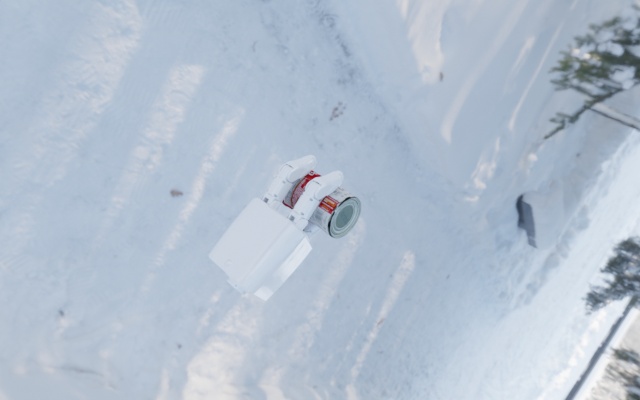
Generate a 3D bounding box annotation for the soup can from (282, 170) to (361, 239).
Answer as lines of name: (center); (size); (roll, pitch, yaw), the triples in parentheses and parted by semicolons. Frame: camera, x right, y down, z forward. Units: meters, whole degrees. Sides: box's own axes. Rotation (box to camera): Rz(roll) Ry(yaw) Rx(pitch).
soup can: (0.001, 0.002, 0.693); (0.102, 0.068, 0.068); (33, 19, 34)
